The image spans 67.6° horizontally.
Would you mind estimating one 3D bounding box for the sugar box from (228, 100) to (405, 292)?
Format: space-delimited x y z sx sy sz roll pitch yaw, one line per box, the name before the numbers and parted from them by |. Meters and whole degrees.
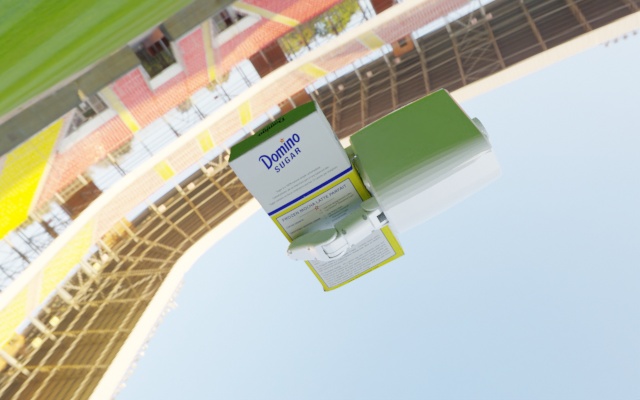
sugar box | 0.000 0.001 0.460 0.093 0.176 0.048 -28 25 10
